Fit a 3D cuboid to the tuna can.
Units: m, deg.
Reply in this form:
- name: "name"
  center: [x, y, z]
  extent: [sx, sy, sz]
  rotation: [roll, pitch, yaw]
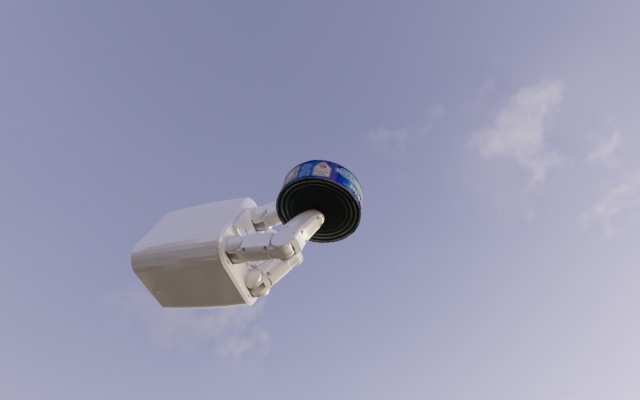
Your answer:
- name: "tuna can"
  center: [0.000, 0.001, 0.486]
  extent: [0.086, 0.086, 0.033]
  rotation: [0, 40, 12]
